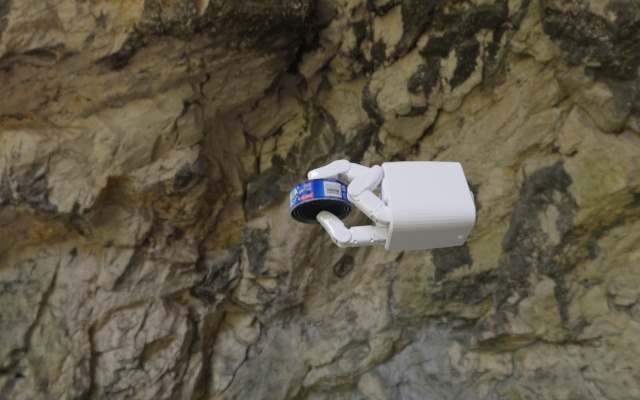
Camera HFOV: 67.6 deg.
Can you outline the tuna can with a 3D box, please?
[{"bbox_3d":[0.000,0.002,0.670,0.086,0.033,0.086,-4,-25,-2],"label":"tuna can"}]
